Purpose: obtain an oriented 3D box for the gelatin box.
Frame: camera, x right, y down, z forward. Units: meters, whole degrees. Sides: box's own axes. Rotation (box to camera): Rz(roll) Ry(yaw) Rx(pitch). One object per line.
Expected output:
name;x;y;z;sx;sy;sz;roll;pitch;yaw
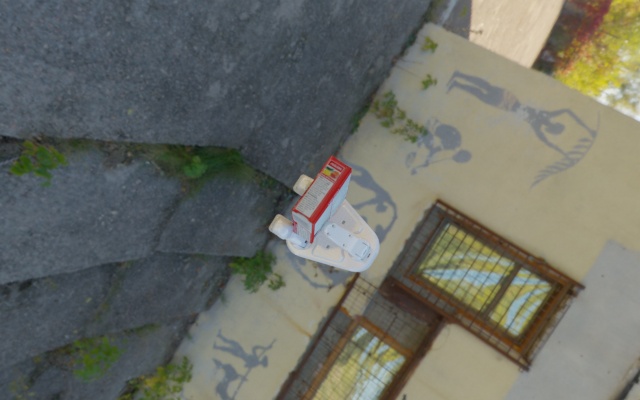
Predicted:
gelatin box;0.000;0.002;0.519;0.030;0.073;0.089;33;-16;9
